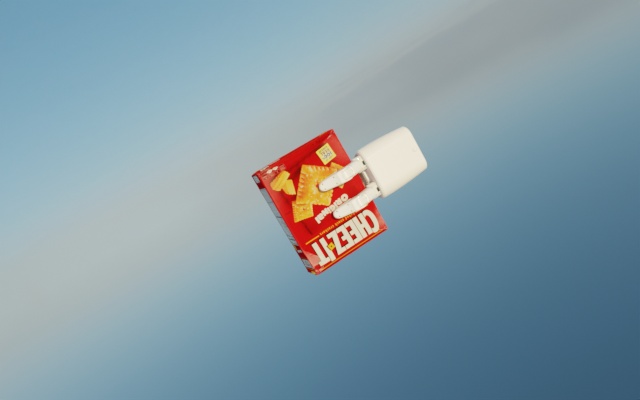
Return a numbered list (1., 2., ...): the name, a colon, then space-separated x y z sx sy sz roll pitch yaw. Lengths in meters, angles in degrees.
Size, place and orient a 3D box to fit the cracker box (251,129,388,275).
1. cracker box: 0.000 0.003 0.874 0.164 0.214 0.072 -32 7 -14
